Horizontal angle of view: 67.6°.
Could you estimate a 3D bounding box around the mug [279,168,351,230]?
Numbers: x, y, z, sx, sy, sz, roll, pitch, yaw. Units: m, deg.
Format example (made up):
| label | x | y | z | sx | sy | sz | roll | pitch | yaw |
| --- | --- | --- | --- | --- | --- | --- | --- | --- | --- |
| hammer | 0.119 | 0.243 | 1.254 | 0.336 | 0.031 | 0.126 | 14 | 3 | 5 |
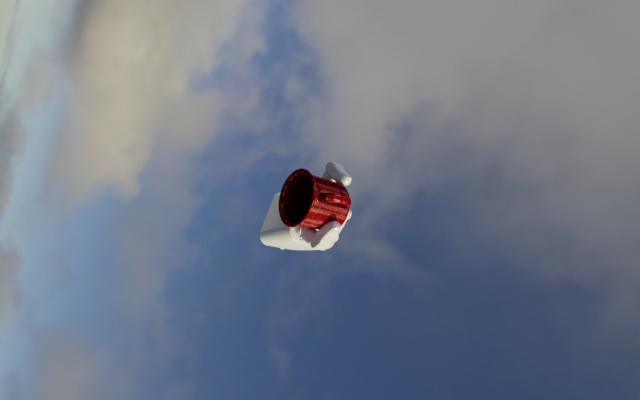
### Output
| label | x | y | z | sx | sy | sz | roll | pitch | yaw |
| --- | --- | --- | --- | --- | --- | --- | --- | --- | --- |
| mug | 0.001 | 0.002 | 0.748 | 0.081 | 0.093 | 0.117 | 15 | -16 | -37 |
